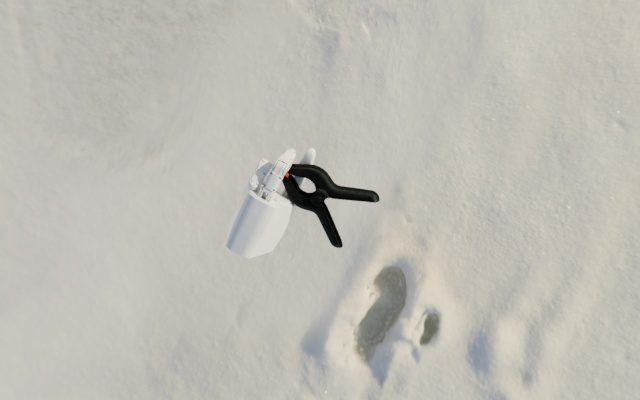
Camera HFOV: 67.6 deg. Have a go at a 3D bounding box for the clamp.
[{"bbox_3d":[0.000,0.003,0.809,0.171,0.120,0.039,28,14,2],"label":"clamp"}]
